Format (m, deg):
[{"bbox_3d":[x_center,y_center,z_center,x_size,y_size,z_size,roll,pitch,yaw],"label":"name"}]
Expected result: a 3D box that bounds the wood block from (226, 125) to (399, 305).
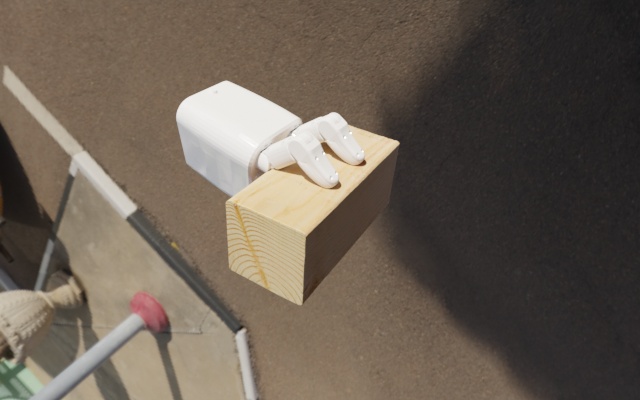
[{"bbox_3d":[0.000,0.002,0.517,0.090,0.091,0.206,22,39,22],"label":"wood block"}]
